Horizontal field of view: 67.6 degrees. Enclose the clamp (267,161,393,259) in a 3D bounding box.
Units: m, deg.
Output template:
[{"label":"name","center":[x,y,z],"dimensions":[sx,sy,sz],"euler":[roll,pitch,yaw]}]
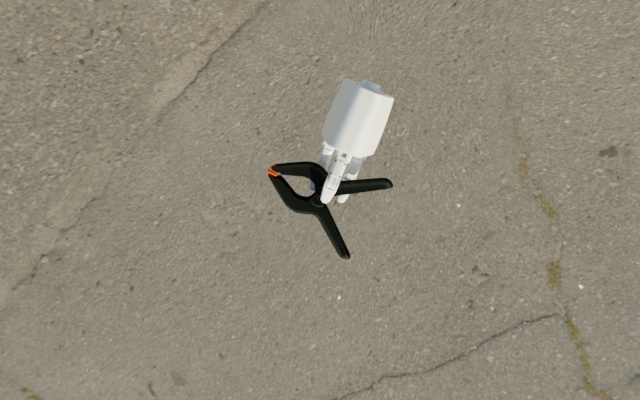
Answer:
[{"label":"clamp","center":[0.000,0.003,0.834],"dimensions":[0.210,0.164,0.036],"euler":[22,15,-1]}]
